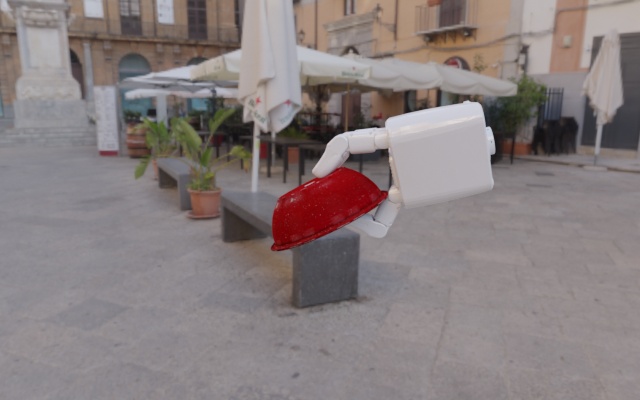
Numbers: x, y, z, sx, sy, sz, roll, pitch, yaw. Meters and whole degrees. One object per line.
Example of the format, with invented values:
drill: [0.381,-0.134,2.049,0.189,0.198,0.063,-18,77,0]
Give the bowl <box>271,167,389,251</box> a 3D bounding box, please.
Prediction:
bowl: [-0.001,0.002,0.591,0.162,0.055,0.162,-26,6,3]
